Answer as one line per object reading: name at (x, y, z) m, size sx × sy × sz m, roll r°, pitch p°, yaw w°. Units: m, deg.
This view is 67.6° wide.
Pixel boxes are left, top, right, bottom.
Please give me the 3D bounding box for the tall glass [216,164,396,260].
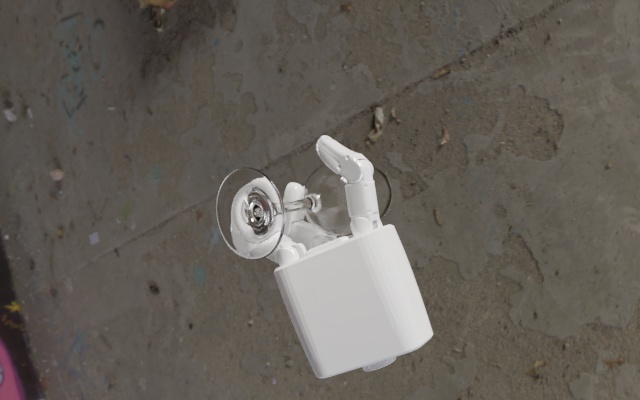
tall glass at (0.000, 0.001, 0.459) m, size 0.079 × 0.079 × 0.201 m, roll 0°, pitch 6°, yaw 36°
